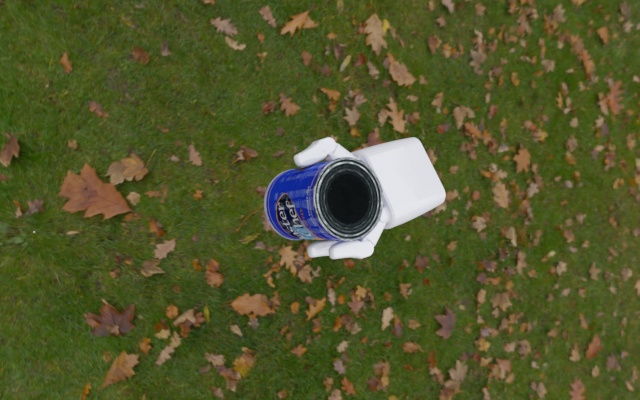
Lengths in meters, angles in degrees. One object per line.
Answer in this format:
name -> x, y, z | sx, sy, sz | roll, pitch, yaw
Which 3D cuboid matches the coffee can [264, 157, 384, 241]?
coffee can -> 0.000, 0.002, 0.633 | 0.103, 0.103, 0.140 | 0, -3, -31
